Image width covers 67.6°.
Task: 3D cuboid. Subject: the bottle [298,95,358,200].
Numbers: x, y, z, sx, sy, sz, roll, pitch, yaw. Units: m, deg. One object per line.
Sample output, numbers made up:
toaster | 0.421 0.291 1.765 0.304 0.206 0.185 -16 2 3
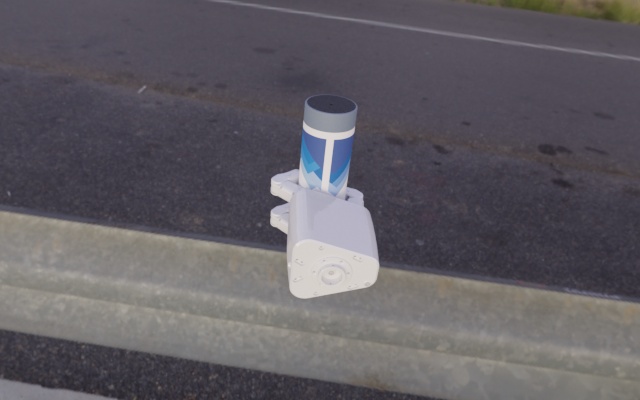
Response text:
bottle | 0.000 0.002 0.678 0.069 0.296 0.069 4 33 -3
